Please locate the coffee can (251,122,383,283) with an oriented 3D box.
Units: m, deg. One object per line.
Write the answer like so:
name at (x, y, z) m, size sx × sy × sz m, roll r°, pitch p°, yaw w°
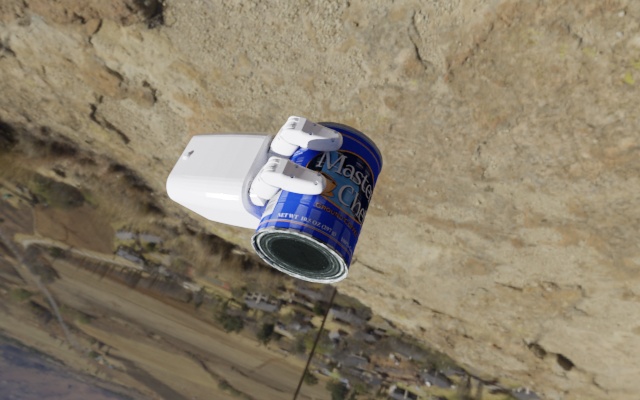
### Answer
coffee can at (0.000, 0.002, 0.510) m, size 0.103 × 0.140 × 0.103 m, roll 15°, pitch -31°, yaw 10°
